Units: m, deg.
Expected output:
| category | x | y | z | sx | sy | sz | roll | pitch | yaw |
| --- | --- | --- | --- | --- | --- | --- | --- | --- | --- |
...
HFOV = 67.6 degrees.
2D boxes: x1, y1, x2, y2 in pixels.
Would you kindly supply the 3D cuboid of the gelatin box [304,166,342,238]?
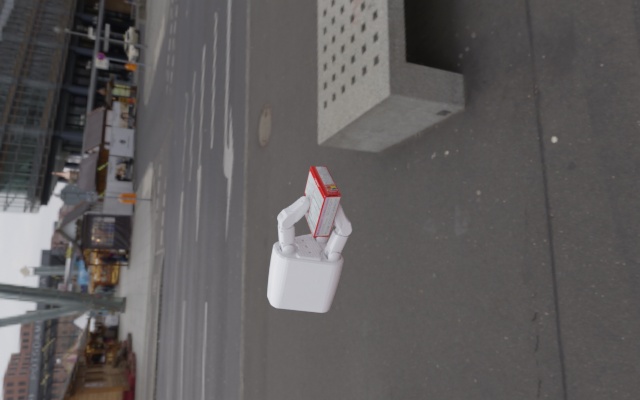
| category | x | y | z | sx | sy | sz | roll | pitch | yaw |
| --- | --- | --- | --- | --- | --- | --- | --- | --- | --- |
| gelatin box | 0.000 | 0.002 | 0.744 | 0.030 | 0.089 | 0.073 | -3 | 42 | -20 |
